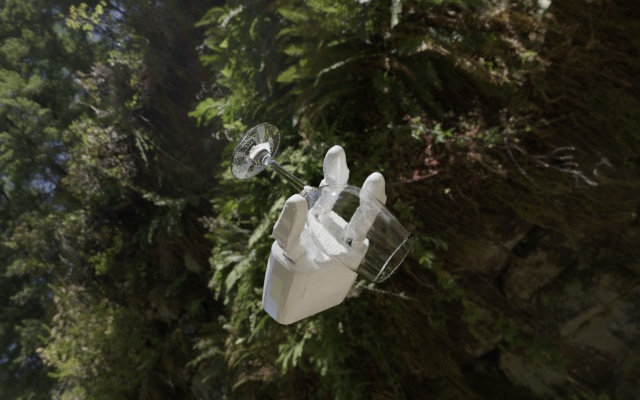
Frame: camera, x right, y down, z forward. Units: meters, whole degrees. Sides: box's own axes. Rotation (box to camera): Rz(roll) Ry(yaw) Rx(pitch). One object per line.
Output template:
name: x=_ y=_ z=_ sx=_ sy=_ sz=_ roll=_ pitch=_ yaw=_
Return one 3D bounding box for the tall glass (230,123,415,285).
tall glass: x=0.000 y=0.001 z=0.498 sx=0.201 sy=0.079 sz=0.079 roll=38 pitch=16 yaw=22
